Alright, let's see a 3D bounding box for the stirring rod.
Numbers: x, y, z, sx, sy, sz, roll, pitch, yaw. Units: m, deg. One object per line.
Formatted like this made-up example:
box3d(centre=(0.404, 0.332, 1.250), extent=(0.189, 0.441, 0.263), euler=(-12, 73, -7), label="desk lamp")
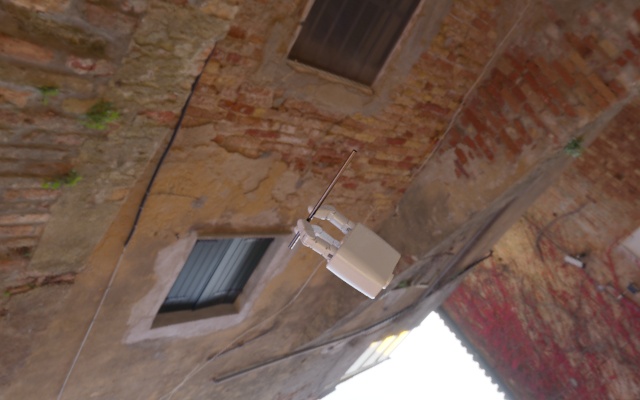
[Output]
box3d(centre=(0.000, 0.003, 0.885), extent=(0.011, 0.240, 0.011), euler=(26, 27, -15), label="stirring rod")
